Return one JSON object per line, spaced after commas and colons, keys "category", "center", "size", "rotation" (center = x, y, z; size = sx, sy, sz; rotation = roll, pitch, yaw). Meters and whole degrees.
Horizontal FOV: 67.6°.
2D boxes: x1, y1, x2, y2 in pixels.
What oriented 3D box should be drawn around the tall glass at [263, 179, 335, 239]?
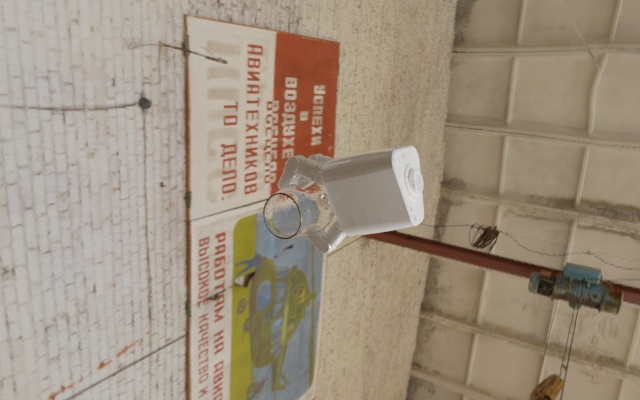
{"category": "tall glass", "center": [0.000, 0.002, 0.706], "size": [0.079, 0.079, 0.201], "rotation": [0, 11, 32]}
